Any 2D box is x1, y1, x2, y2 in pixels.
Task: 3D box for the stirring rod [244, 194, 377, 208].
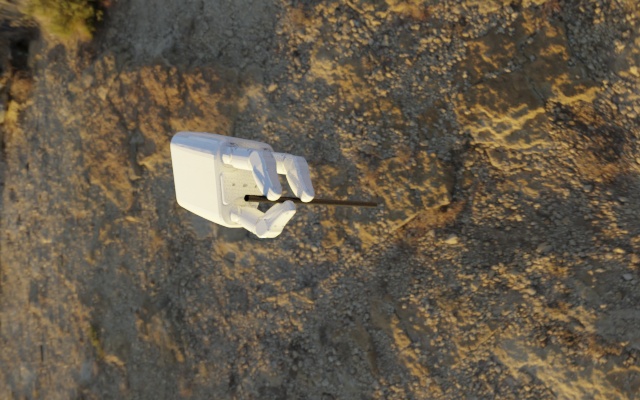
[{"bbox_3d":[0.000,0.002,0.592,0.011,0.011,0.239,0,-2,40],"label":"stirring rod"}]
